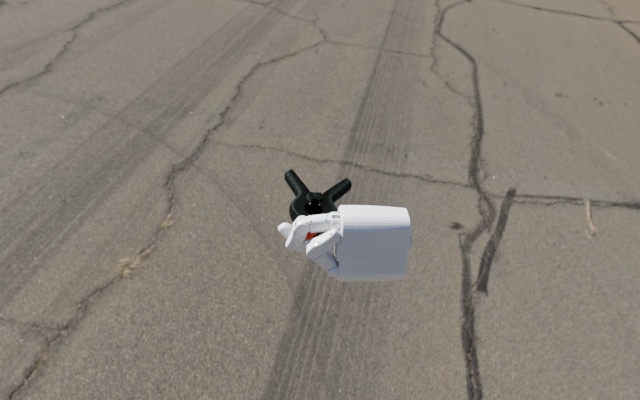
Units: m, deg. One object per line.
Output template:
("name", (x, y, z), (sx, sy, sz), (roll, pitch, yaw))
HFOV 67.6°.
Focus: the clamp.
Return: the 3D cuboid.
("clamp", (0.000, 0.002, 0.804), (0.120, 0.039, 0.171), (-1, 39, -4))
